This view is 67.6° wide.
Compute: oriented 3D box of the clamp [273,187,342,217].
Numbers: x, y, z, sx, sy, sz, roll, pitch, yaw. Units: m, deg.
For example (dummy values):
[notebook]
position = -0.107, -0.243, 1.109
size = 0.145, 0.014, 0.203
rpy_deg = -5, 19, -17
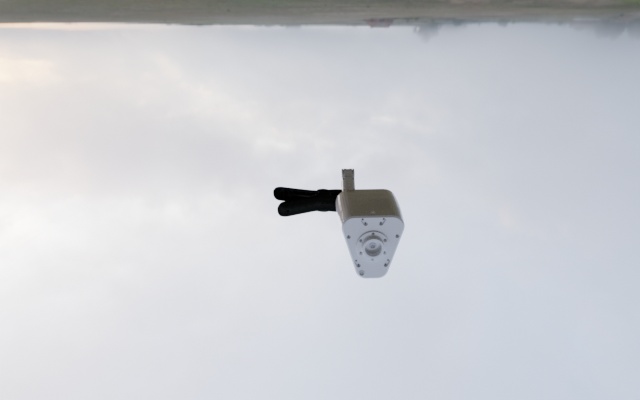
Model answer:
[clamp]
position = 0.000, 0.003, 0.818
size = 0.171, 0.039, 0.120
rpy_deg = 0, 22, 0
